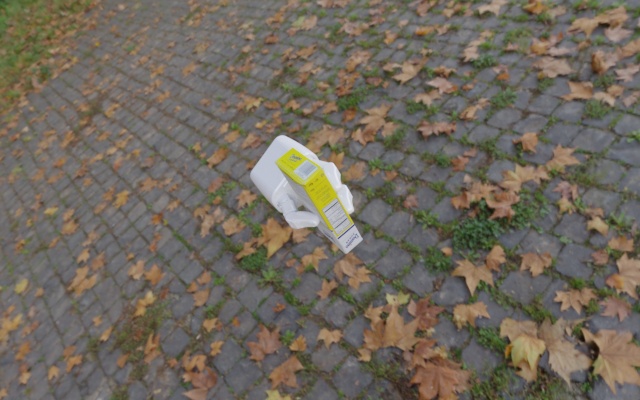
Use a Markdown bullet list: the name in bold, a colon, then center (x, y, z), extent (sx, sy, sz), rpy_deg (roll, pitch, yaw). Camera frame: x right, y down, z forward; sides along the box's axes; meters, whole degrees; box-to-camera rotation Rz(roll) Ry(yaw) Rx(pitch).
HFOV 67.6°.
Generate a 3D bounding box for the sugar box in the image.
- **sugar box**: center (0.000, 0.002, 0.779), extent (0.093, 0.048, 0.176), rpy_deg (40, -12, 48)
